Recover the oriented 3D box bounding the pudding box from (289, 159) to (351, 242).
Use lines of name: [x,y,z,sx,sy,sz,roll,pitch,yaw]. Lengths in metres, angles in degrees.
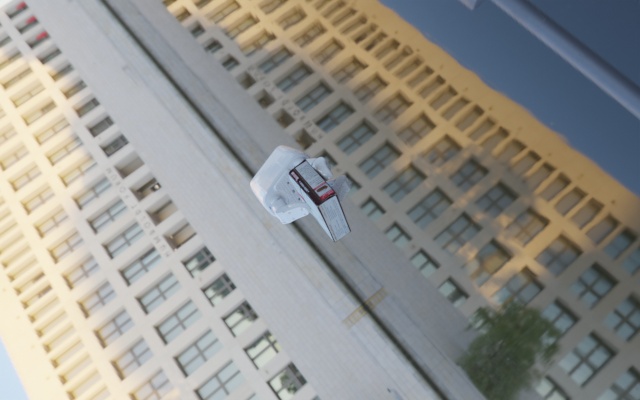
pudding box: [0.000,0.003,0.749,0.039,0.090,0.114,-37,-36,-7]
